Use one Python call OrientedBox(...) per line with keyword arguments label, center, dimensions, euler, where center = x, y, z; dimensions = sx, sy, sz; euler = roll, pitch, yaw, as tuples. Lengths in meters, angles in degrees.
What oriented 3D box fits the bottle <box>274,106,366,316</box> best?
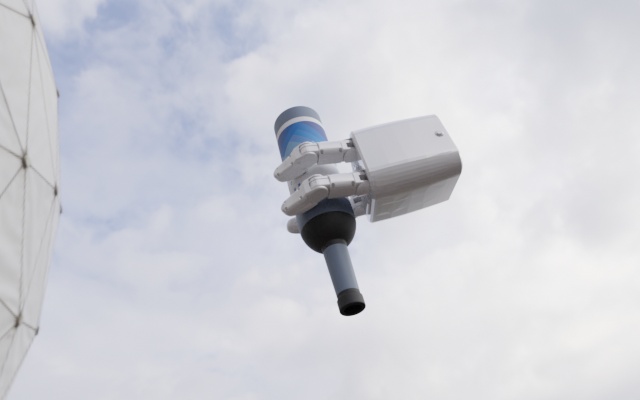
OrientedBox(label="bottle", center=(0.000, 0.002, 0.571), dimensions=(0.069, 0.295, 0.069), euler=(-10, -41, -8))
